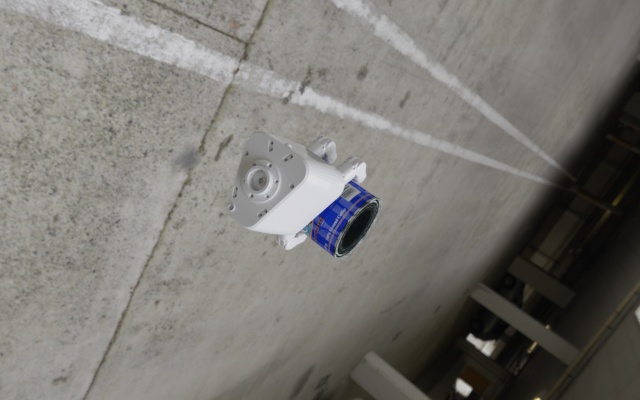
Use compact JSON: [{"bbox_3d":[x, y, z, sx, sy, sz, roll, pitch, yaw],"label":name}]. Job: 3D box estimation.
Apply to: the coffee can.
[{"bbox_3d":[0.000,0.002,0.678,0.140,0.103,0.103,36,15,22],"label":"coffee can"}]
